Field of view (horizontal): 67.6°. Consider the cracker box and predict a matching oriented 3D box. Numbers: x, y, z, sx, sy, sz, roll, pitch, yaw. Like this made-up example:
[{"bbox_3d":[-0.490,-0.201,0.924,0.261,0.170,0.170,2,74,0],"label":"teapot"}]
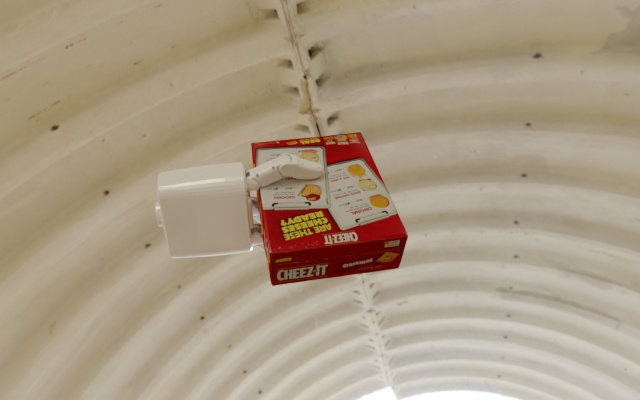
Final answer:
[{"bbox_3d":[0.000,0.002,0.633,0.164,0.072,0.213,-7,44,-10],"label":"cracker box"}]
